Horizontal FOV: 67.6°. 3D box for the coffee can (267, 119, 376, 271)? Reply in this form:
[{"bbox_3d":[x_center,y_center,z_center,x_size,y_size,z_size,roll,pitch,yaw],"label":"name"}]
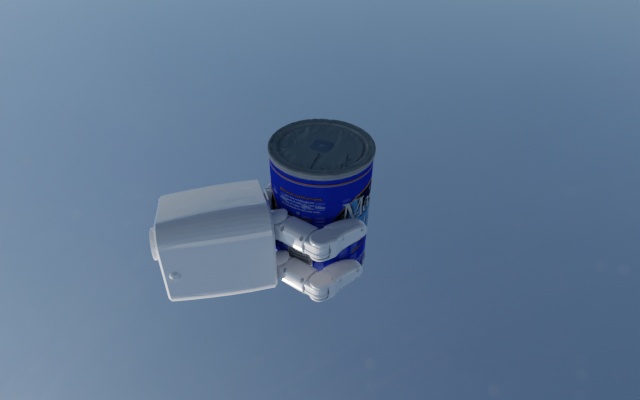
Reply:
[{"bbox_3d":[0.000,0.001,0.494,0.103,0.140,0.102,1,38,-1],"label":"coffee can"}]
